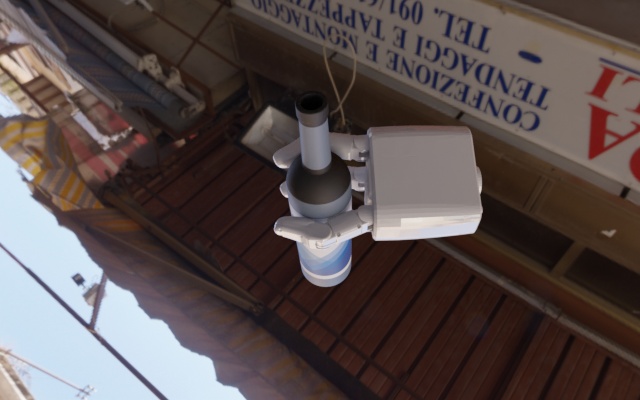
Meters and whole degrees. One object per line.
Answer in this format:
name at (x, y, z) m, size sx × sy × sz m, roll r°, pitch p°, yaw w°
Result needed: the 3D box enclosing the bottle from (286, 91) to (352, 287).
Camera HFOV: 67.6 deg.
bottle at (0.000, 0.002, 0.513) m, size 0.069 × 0.069 × 0.296 m, roll 0°, pitch -34°, yaw 3°
